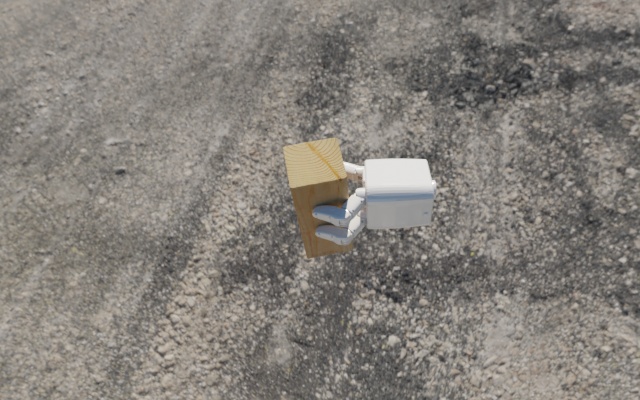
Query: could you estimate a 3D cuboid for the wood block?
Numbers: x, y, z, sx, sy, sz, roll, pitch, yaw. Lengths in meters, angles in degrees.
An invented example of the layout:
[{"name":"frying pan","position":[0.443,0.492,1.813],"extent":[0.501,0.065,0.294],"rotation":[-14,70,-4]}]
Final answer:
[{"name":"wood block","position":[0.000,0.002,0.815],"extent":[0.090,0.090,0.206],"rotation":[-11,-38,-1]}]
